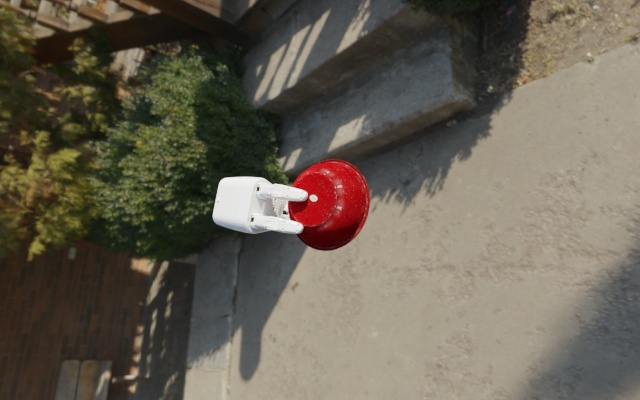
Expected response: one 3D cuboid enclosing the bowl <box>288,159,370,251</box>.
[{"bbox_3d":[0.001,0.002,0.808,0.162,0.162,0.055,0,-10,31],"label":"bowl"}]
